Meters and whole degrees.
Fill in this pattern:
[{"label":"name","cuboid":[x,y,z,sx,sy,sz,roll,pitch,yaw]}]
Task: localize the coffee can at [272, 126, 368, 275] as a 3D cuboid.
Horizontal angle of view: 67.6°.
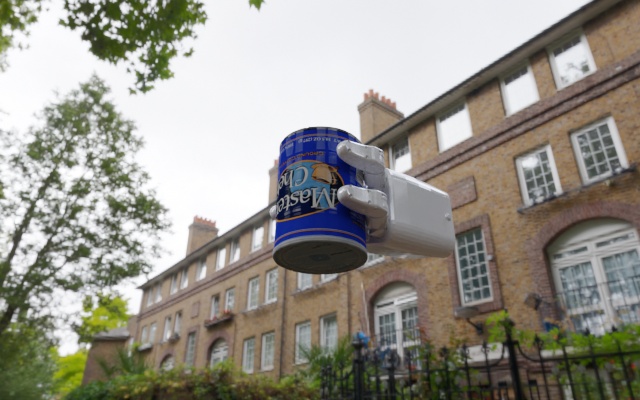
[{"label":"coffee can","cuboid":[0.000,0.002,0.546,0.103,0.140,0.103,0,-27,0]}]
